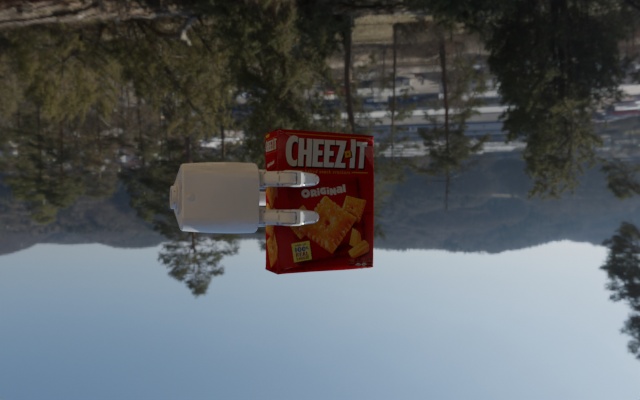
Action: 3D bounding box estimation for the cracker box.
[{"bbox_3d":[0.000,0.003,0.744,0.164,0.213,0.072,0,0,-24],"label":"cracker box"}]
